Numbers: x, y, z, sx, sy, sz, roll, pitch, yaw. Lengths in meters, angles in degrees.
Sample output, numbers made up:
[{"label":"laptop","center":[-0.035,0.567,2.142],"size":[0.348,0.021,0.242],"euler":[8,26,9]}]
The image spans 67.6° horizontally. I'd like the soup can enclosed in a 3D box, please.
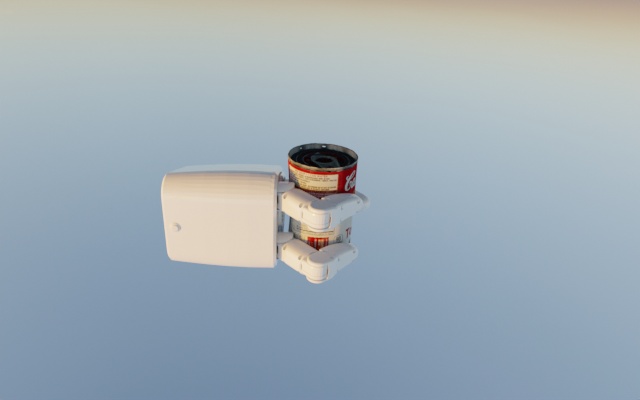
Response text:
[{"label":"soup can","center":[0.001,0.002,0.481],"size":[0.068,0.102,0.068],"euler":[2,26,-1]}]
